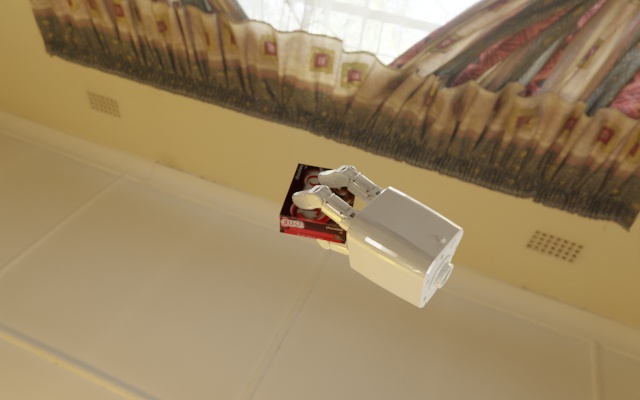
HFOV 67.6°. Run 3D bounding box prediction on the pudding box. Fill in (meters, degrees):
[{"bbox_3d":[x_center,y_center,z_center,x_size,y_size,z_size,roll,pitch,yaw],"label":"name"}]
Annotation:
[{"bbox_3d":[0.000,0.002,0.647,0.090,0.039,0.113,11,41,5],"label":"pudding box"}]
